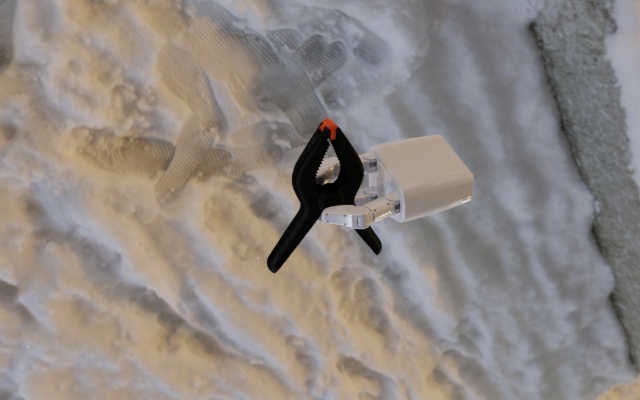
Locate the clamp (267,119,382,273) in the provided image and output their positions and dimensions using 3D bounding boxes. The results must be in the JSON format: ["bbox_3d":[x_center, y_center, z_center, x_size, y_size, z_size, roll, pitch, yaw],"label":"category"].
[{"bbox_3d":[0.001,0.002,0.614,0.164,0.210,0.036,-14,31,-14],"label":"clamp"}]
